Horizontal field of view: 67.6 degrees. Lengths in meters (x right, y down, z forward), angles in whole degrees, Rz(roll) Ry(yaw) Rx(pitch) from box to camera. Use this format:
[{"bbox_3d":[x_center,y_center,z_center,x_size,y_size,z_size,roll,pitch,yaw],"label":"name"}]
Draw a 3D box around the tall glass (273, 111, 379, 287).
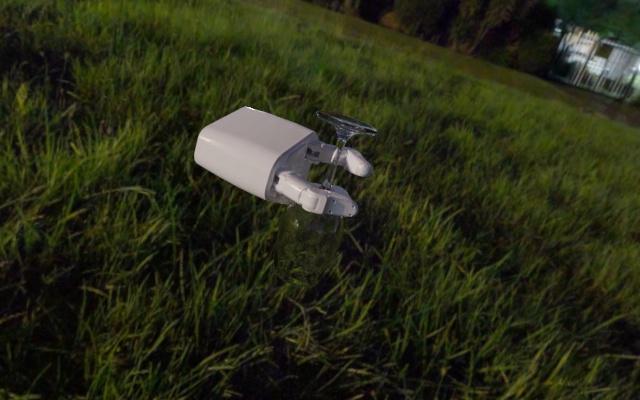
[{"bbox_3d":[0.000,0.001,0.563,0.079,0.201,0.079,17,19,-6],"label":"tall glass"}]
